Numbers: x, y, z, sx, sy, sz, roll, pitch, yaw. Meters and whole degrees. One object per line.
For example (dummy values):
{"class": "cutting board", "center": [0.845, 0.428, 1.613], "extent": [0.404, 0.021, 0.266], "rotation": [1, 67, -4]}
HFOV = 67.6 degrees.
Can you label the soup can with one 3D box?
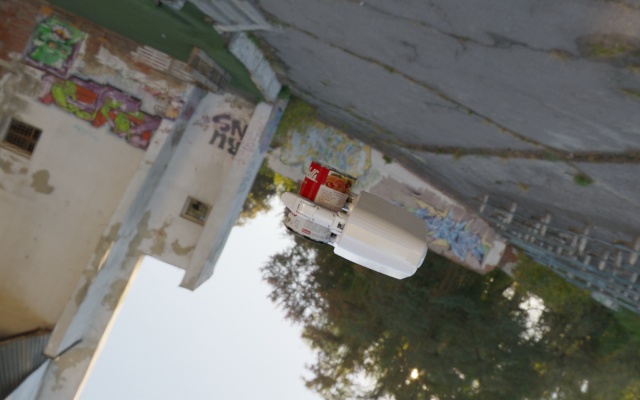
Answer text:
{"class": "soup can", "center": [0.000, 0.002, 0.667], "extent": [0.068, 0.102, 0.068], "rotation": [23, 5, -2]}
